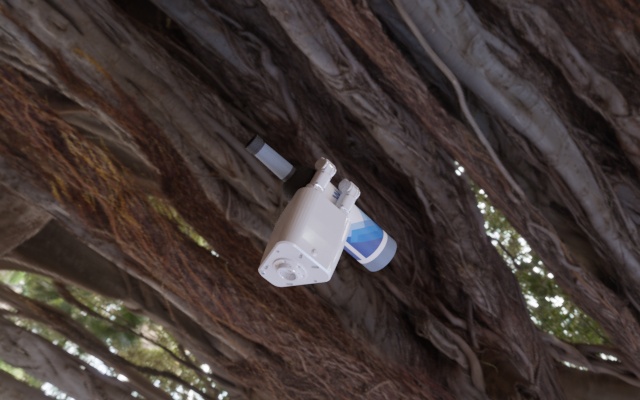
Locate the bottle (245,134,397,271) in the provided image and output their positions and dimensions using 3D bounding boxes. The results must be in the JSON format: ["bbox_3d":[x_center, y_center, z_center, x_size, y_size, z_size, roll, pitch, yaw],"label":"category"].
[{"bbox_3d":[0.000,0.003,0.761,0.296,0.069,0.069,41,-17,-20],"label":"bottle"}]
